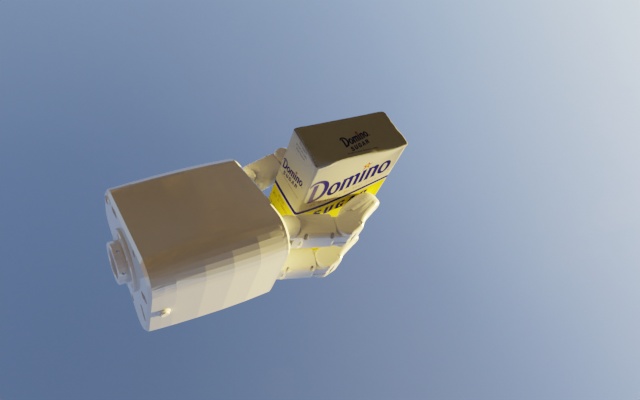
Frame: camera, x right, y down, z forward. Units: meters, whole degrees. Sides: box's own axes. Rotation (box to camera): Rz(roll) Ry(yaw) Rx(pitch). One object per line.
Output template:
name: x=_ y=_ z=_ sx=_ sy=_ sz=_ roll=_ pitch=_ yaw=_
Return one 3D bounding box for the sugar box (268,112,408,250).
sugar box: x=0.000 y=0.002 z=0.437 sx=0.093 sy=0.048 sz=0.176 roll=-17 pitch=-26 yaw=-31
